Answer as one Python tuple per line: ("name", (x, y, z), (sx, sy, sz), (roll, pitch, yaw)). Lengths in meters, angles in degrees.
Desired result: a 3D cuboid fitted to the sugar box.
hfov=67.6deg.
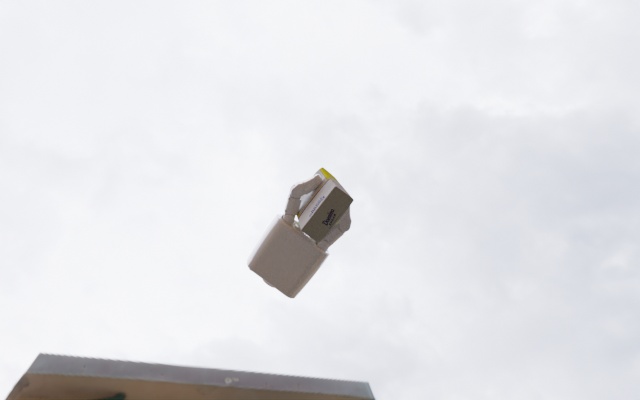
("sugar box", (0.000, 0.003, 0.837), (0.048, 0.093, 0.176), (36, 7, -17))
